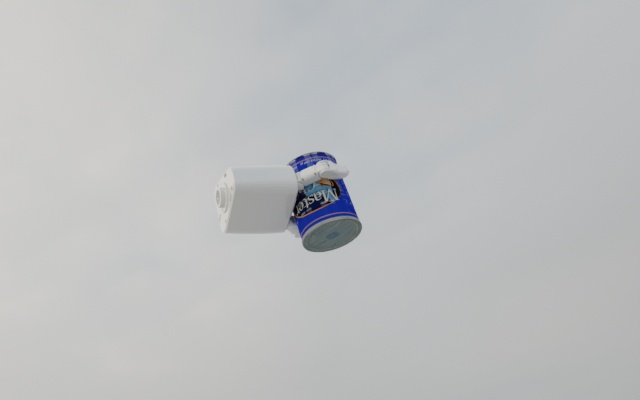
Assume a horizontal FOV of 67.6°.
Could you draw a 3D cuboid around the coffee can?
[{"bbox_3d":[0.000,0.003,0.815,0.103,0.140,0.103,-14,-31,-9],"label":"coffee can"}]
